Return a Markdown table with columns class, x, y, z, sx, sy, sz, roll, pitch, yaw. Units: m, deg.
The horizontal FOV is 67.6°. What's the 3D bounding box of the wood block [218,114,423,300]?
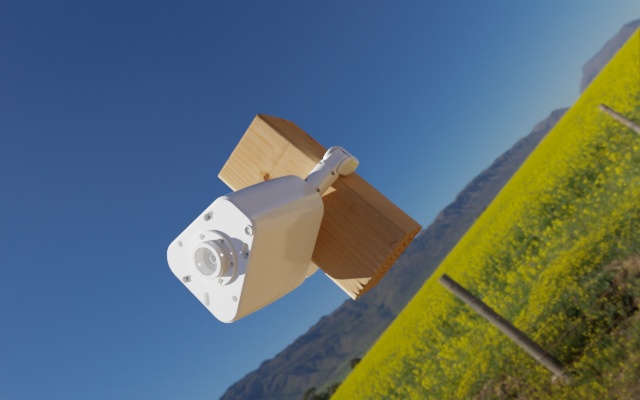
| class | x | y | z | sx | sy | sz | roll | pitch | yaw |
| --- | --- | --- | --- | --- | --- | --- | --- | --- | --- |
| wood block | 0.000 | 0.001 | 0.537 | 0.206 | 0.091 | 0.090 | 41 | 16 | 16 |
